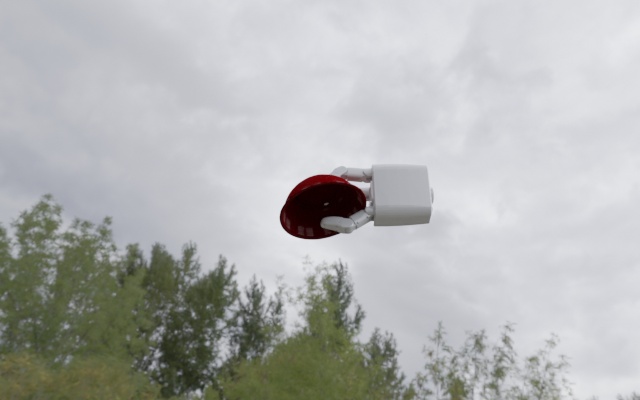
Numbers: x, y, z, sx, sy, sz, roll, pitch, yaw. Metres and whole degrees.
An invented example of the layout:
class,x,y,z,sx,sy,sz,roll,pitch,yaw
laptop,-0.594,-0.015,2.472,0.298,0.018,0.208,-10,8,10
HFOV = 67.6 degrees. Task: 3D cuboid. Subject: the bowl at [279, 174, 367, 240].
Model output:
class,x,y,z,sx,sy,sz,roll,pitch,yaw
bowl,-0.001,0.003,0.874,0.162,0.055,0.162,-10,-39,-8
